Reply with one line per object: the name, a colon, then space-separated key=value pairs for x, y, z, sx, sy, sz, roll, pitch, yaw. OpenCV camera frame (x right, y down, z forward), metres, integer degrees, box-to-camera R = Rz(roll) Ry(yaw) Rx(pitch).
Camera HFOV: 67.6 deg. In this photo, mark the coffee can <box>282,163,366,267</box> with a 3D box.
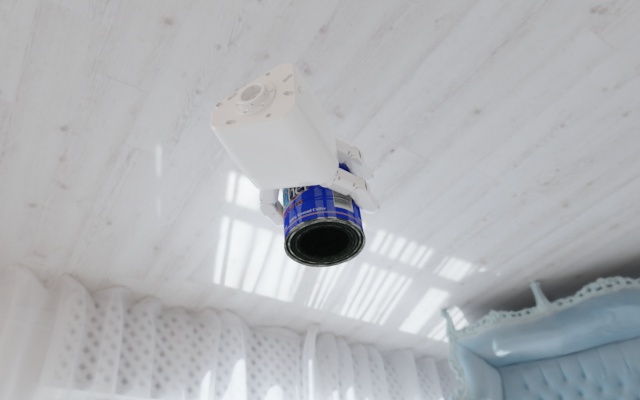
coffee can: x=0.000 y=0.002 z=0.634 sx=0.103 sy=0.140 sz=0.103 roll=-3 pitch=-41 yaw=-3
